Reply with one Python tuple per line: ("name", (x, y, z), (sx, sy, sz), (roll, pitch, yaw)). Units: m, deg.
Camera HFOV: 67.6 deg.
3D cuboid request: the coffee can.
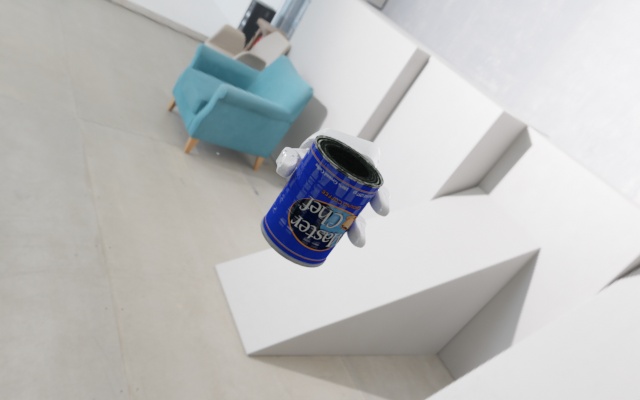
("coffee can", (0.000, 0.002, 0.619), (0.103, 0.140, 0.102), (29, 24, -14))
